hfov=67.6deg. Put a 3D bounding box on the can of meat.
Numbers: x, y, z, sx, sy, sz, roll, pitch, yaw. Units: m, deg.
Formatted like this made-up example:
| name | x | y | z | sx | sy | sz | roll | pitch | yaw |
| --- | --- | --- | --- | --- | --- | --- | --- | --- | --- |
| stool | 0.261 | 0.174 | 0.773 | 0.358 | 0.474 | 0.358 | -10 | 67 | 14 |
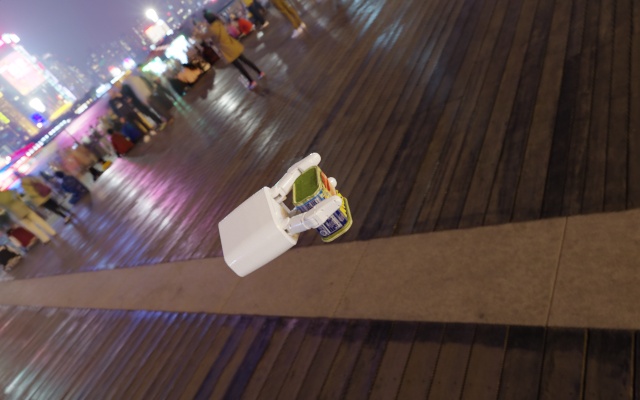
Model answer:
| name | x | y | z | sx | sy | sz | roll | pitch | yaw |
| --- | --- | --- | --- | --- | --- | --- | --- | --- | --- |
| can of meat | 0.000 | 0.002 | 0.764 | 0.057 | 0.084 | 0.102 | -34 | 26 | 14 |
